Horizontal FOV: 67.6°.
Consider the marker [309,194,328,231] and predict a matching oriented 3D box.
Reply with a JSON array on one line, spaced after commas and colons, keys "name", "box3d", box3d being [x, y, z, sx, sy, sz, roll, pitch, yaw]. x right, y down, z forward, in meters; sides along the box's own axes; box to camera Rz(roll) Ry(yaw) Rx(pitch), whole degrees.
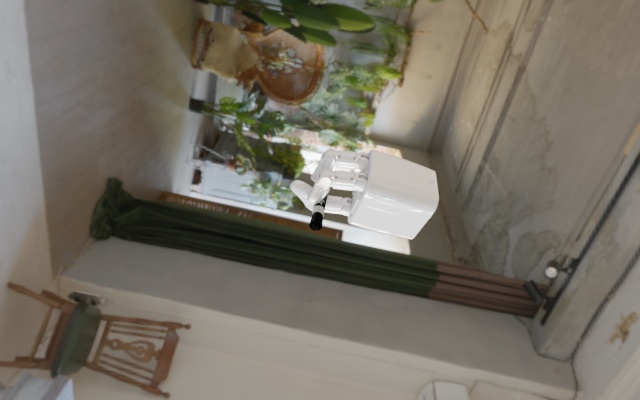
[{"name": "marker", "box3d": [0.000, 0.002, 0.715, 0.020, 0.020, 0.121, 0, 38, 9]}]
